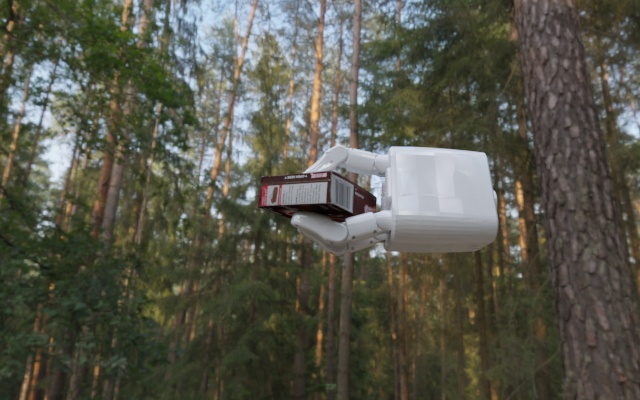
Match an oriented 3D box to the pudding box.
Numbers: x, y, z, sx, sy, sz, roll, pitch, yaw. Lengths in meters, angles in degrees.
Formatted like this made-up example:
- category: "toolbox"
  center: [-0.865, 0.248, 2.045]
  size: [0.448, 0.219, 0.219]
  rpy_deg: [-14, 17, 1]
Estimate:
- category: "pudding box"
  center: [0.000, 0.002, 0.526]
  size: [0.090, 0.039, 0.113]
  rpy_deg: [-4, -17, 30]
